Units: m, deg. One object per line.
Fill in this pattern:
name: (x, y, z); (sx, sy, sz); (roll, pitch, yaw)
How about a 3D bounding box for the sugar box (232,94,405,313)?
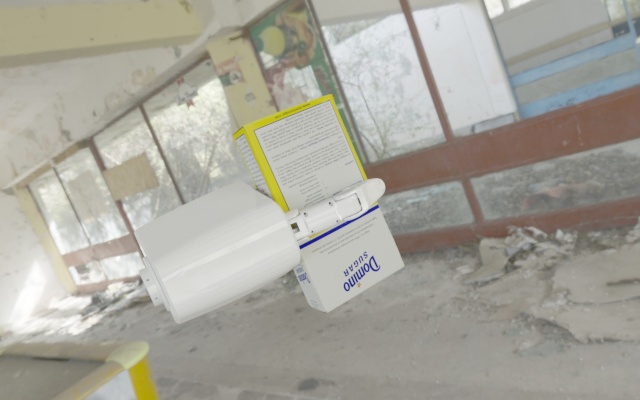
sugar box: (0.000, 0.001, 0.436); (0.093, 0.176, 0.048); (-25, 9, -22)
